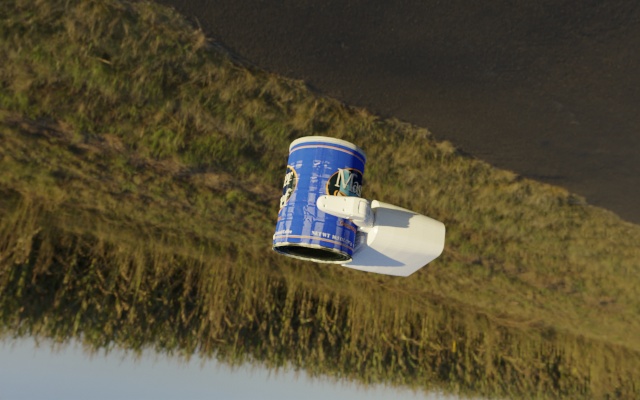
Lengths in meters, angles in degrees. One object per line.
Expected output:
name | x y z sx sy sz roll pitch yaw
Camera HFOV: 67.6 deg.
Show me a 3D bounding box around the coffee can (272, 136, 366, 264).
coffee can | 0.000 0.002 0.617 0.103 0.140 0.103 8 -16 2
